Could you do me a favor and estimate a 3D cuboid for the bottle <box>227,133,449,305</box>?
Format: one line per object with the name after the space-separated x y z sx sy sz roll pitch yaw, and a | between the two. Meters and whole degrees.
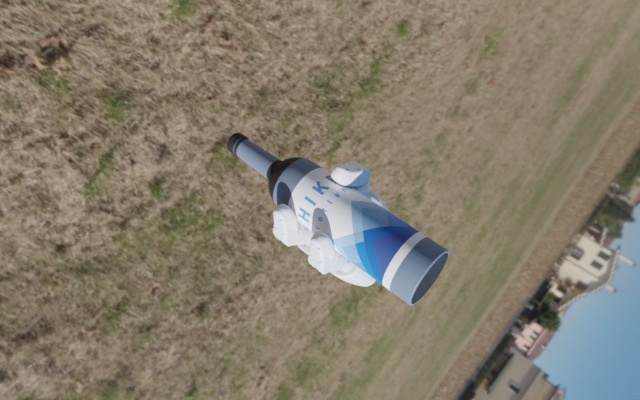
0.000 0.002 0.537 0.295 0.069 0.069 35 17 26 | bottle
